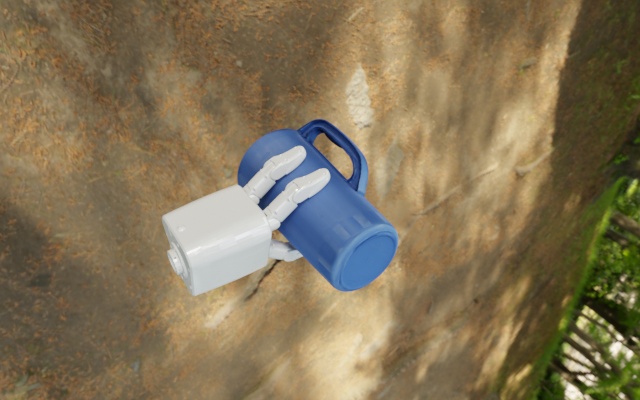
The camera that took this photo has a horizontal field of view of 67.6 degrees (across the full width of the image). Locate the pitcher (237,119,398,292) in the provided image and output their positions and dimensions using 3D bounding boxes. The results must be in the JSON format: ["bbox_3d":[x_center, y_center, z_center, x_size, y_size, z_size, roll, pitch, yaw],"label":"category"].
[{"bbox_3d":[0.000,0.002,0.667,0.145,0.149,0.242,-22,46,-27],"label":"pitcher"}]
